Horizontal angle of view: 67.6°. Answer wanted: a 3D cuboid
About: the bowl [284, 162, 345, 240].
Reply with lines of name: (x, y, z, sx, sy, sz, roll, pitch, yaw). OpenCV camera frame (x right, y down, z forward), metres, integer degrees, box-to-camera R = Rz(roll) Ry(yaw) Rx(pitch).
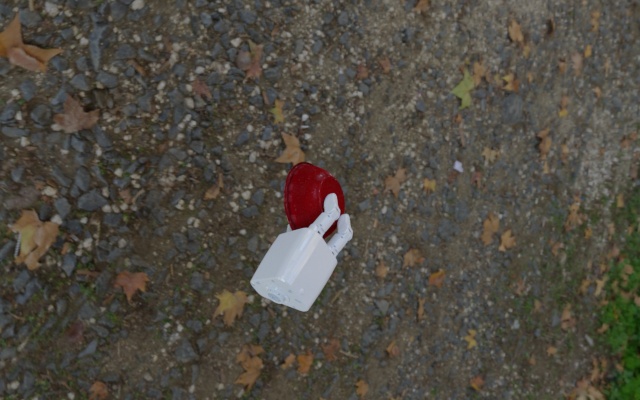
bowl: (0.001, 0.002, 0.896, 0.055, 0.162, 0.162, -9, -5, 32)
